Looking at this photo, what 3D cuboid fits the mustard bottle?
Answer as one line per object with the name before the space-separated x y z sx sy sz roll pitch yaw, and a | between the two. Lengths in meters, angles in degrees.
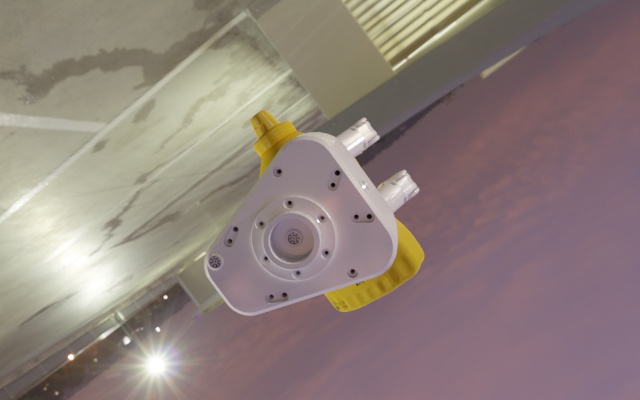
mustard bottle | 0.000 0.002 0.427 0.096 0.191 0.058 -35 2 32
